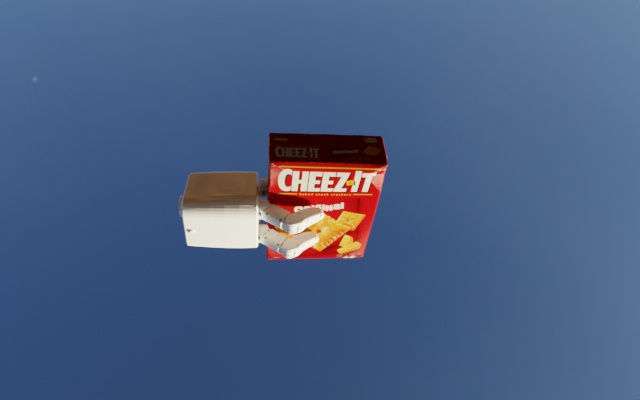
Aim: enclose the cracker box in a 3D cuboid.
[{"bbox_3d":[0.000,0.002,0.729,0.164,0.072,0.214,0,-43,-8],"label":"cracker box"}]
